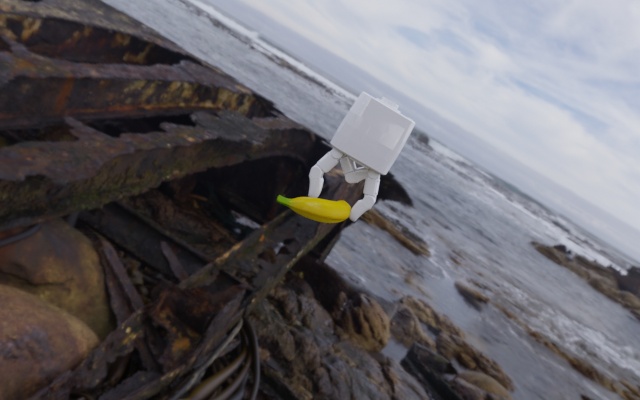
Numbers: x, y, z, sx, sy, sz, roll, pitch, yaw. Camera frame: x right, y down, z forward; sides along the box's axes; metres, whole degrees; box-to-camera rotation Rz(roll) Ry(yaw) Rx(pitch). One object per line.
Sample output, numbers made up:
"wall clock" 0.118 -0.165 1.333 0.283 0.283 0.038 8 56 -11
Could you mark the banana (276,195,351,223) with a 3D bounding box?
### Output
"banana" 0.011 0.013 0.828 0.069 0.037 0.198 39 16 31
